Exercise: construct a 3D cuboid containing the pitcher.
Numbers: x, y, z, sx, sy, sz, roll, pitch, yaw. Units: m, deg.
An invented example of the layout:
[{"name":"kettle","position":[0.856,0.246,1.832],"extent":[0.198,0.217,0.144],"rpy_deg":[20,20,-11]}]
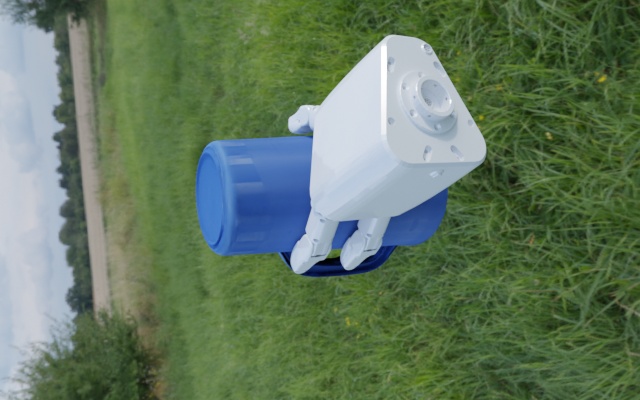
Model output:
[{"name":"pitcher","position":[0.000,0.002,0.505],"extent":[0.243,0.149,0.145],"rpy_deg":[-4,-16,-29]}]
